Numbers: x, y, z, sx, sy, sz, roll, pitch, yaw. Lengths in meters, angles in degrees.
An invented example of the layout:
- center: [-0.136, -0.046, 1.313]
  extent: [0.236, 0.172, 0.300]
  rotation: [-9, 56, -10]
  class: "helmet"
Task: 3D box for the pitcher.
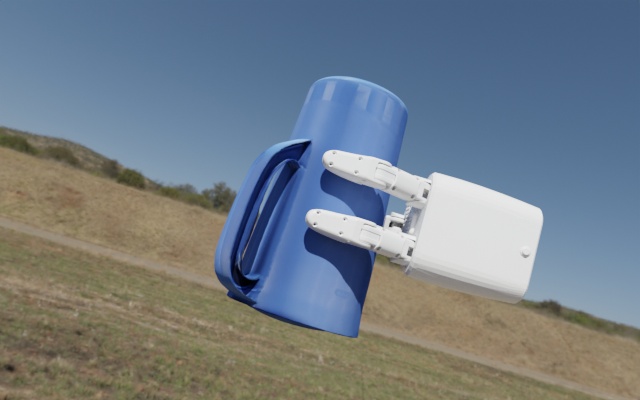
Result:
- center: [0.000, 0.002, 0.475]
  extent: [0.145, 0.242, 0.149]
  rotation: [17, -10, 0]
  class: "pitcher"
